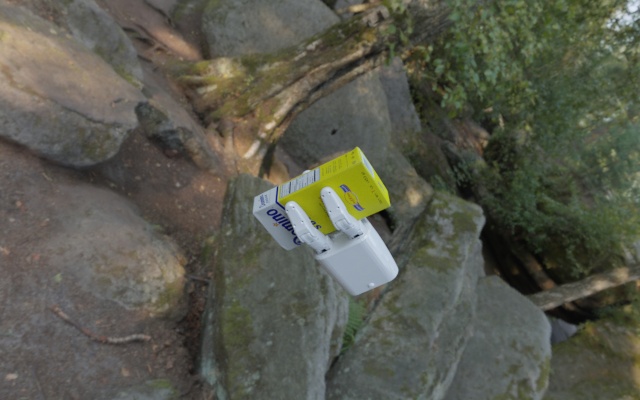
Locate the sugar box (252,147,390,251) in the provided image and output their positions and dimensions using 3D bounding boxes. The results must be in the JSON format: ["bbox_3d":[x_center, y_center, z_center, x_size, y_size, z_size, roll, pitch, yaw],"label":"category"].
[{"bbox_3d":[0.000,0.003,0.687,0.176,0.093,0.048,-27,34,16],"label":"sugar box"}]
